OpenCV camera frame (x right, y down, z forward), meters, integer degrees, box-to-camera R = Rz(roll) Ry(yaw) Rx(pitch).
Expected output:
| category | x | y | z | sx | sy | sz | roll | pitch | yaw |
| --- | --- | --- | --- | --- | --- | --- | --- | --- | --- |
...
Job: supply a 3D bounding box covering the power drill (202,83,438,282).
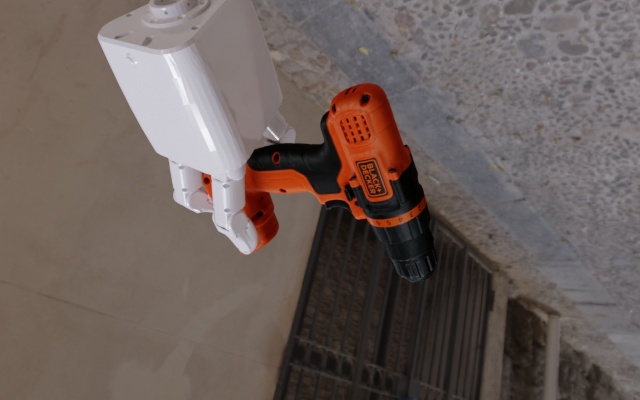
| category | x | y | z | sx | sy | sz | roll | pitch | yaw |
| --- | --- | --- | --- | --- | --- | --- | --- | --- | --- |
| power drill | 0.000 | 0.001 | 0.430 | 0.187 | 0.184 | 0.057 | -10 | 26 | 28 |
